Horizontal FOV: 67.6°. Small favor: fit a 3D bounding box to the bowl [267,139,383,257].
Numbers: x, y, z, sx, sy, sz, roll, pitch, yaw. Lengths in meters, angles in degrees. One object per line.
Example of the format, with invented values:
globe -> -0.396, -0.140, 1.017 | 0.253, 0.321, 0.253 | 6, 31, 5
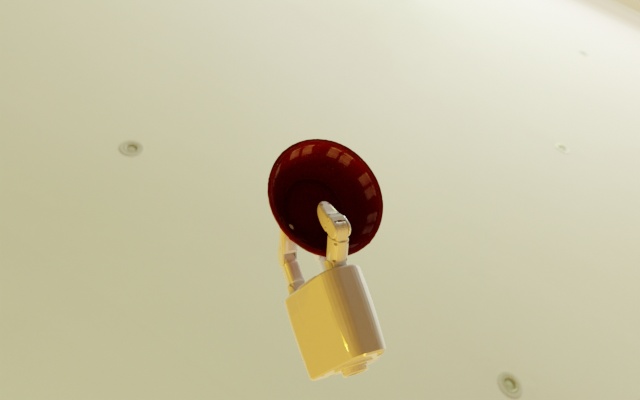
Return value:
bowl -> 0.000, 0.001, 0.633 | 0.162, 0.162, 0.055 | 0, -19, -24
